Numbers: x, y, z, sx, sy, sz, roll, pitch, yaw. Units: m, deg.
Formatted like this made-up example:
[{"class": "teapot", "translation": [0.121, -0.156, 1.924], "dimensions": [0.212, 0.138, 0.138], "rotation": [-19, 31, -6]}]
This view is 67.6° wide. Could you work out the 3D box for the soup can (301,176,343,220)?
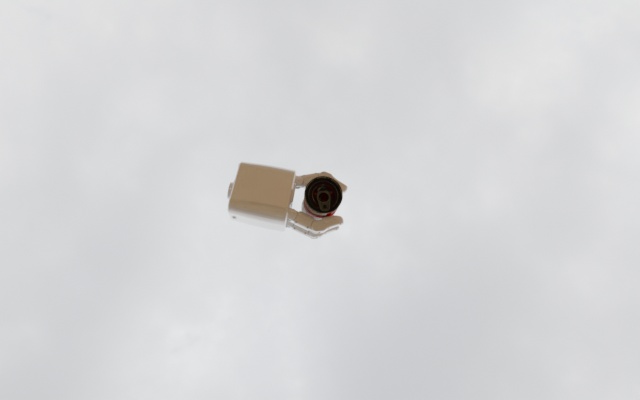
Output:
[{"class": "soup can", "translation": [0.001, 0.003, 0.877], "dimensions": [0.068, 0.068, 0.102], "rotation": [0, -15, -6]}]
